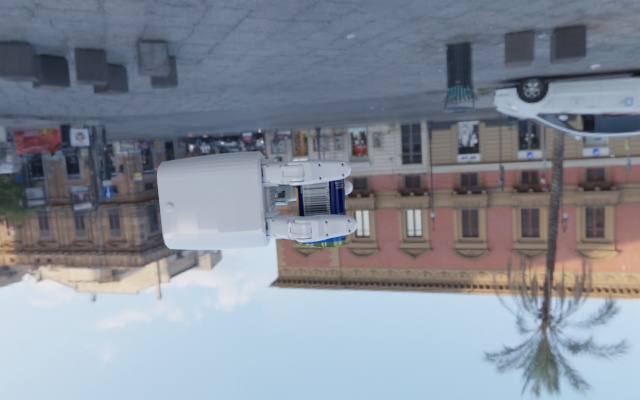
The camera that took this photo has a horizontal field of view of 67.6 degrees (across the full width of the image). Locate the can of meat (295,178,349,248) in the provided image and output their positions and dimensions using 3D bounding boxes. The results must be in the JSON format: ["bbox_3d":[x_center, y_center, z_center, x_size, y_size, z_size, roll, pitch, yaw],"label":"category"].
[{"bbox_3d":[0.000,0.002,0.523,0.057,0.084,0.102,-4,6,0],"label":"can of meat"}]
